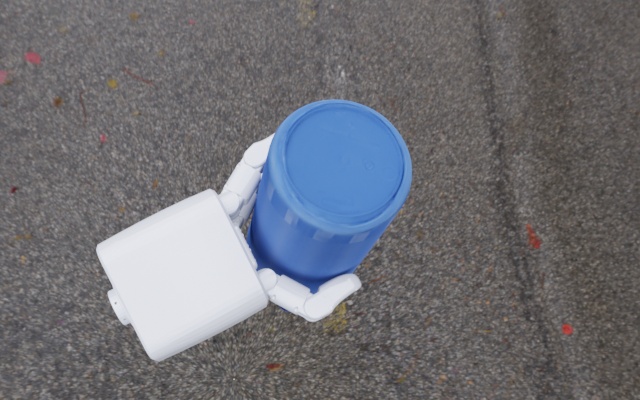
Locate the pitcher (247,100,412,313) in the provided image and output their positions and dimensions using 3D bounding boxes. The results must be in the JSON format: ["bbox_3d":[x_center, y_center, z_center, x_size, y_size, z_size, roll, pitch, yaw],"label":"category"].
[{"bbox_3d":[0.000,0.002,0.455,0.145,0.149,0.243,-27,-13,-18],"label":"pitcher"}]
